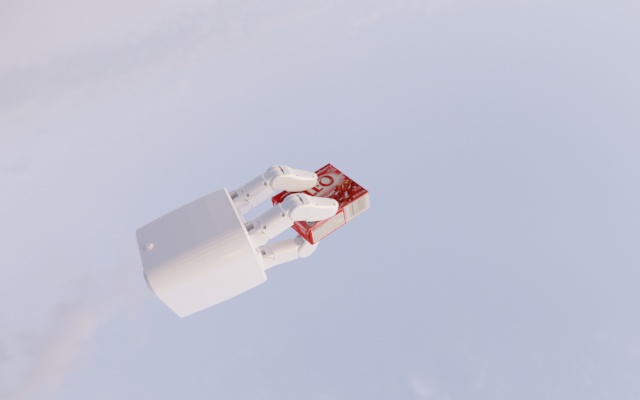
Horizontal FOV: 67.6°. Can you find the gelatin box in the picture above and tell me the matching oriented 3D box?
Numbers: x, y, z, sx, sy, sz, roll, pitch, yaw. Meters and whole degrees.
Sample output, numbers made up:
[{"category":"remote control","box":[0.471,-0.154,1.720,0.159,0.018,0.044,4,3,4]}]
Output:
[{"category":"gelatin box","box":[0.000,0.002,0.550,0.089,0.030,0.073,-31,47,-23]}]
